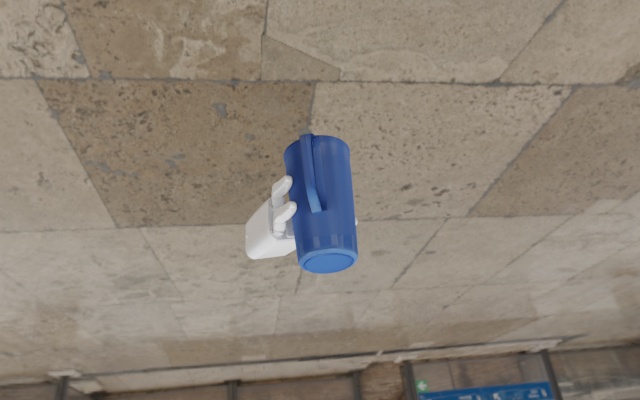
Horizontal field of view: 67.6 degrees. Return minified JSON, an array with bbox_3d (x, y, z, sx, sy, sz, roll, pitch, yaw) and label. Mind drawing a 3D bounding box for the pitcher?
[{"bbox_3d":[0.000,0.003,0.891,0.149,0.242,0.145,14,-35,-31],"label":"pitcher"}]
